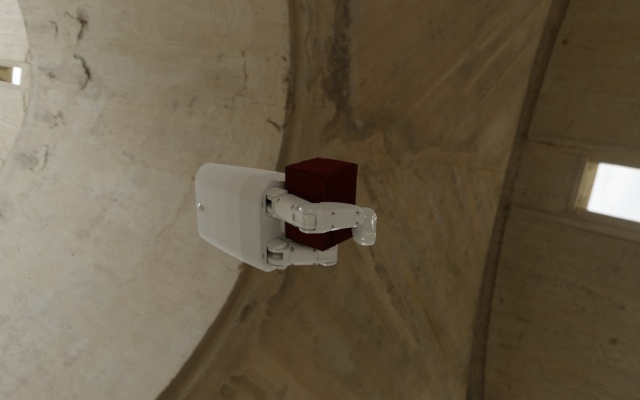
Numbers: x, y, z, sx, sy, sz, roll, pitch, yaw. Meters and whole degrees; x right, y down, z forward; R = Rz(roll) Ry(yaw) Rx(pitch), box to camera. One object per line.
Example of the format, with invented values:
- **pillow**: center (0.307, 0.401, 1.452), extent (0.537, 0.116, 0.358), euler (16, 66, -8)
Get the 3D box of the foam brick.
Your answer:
- **foam brick**: center (0.000, 0.001, 0.470), extent (0.051, 0.078, 0.053), euler (17, 25, 37)
